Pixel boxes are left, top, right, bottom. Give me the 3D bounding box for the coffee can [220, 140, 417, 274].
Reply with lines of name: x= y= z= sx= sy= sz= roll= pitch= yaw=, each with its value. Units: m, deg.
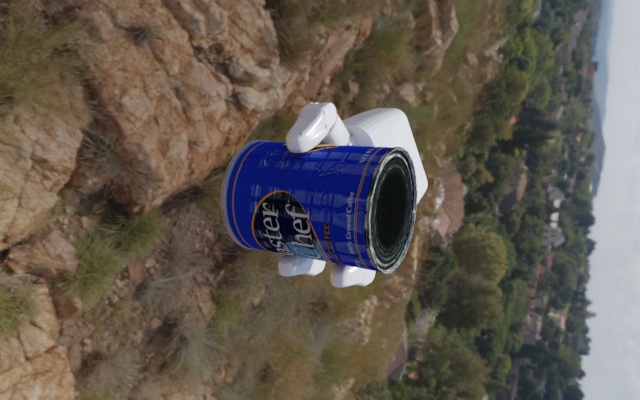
coffee can: x=0.000 y=0.001 z=0.415 sx=0.140 sy=0.103 sz=0.103 roll=7 pitch=3 yaw=30
